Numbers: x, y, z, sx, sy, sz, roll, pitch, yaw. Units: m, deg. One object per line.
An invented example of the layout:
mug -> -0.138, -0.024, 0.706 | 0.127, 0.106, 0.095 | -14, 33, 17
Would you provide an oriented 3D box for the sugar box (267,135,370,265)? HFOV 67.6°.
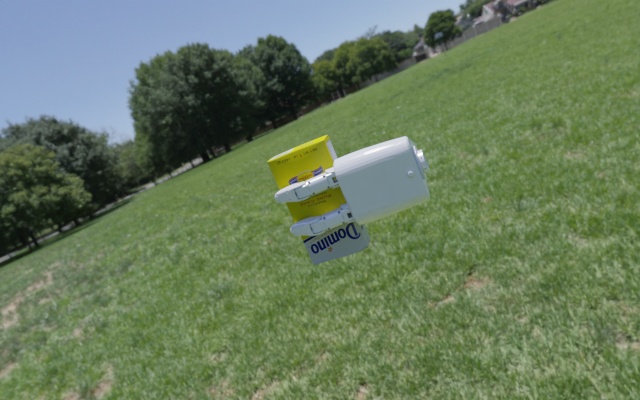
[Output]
sugar box -> 0.000, 0.002, 0.710 | 0.093, 0.176, 0.048 | -20, 13, 17
